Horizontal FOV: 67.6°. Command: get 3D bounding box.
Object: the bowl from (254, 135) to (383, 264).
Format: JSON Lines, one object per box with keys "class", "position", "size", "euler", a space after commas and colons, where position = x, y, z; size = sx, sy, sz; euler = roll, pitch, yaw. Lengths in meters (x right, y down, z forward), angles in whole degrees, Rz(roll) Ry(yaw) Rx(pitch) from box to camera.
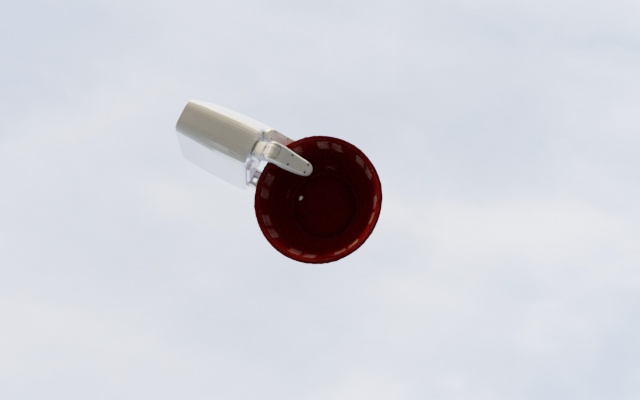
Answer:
{"class": "bowl", "position": [0.001, 0.003, 0.610], "size": [0.162, 0.162, 0.055], "euler": [0, -11, 11]}
